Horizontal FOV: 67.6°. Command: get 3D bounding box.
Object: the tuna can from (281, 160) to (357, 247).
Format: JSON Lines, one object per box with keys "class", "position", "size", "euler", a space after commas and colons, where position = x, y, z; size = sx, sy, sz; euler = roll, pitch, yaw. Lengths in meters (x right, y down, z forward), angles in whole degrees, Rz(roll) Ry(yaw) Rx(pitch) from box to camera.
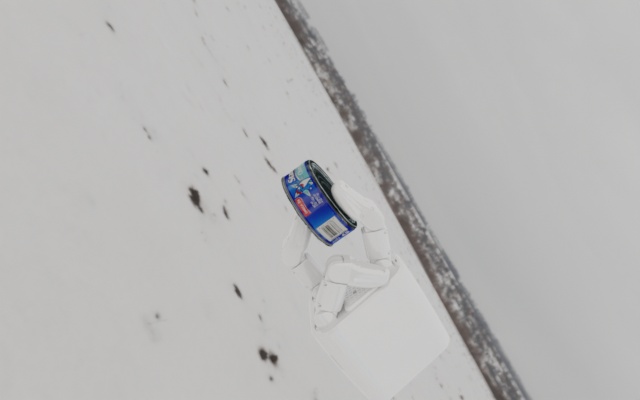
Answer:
{"class": "tuna can", "position": [0.000, 0.001, 0.478], "size": [0.034, 0.086, 0.086], "euler": [-35, -8, 11]}
